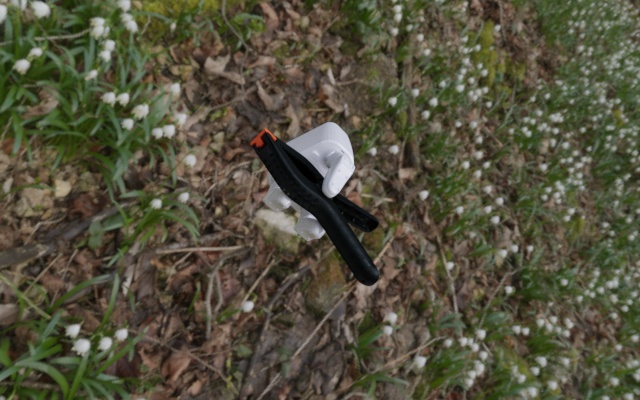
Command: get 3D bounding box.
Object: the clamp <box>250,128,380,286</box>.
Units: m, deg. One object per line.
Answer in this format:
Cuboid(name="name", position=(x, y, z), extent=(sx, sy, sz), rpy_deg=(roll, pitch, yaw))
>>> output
Cuboid(name="clamp", position=(0.000, 0.001, 0.565), extent=(0.036, 0.210, 0.164), rpy_deg=(-42, 17, 17))
